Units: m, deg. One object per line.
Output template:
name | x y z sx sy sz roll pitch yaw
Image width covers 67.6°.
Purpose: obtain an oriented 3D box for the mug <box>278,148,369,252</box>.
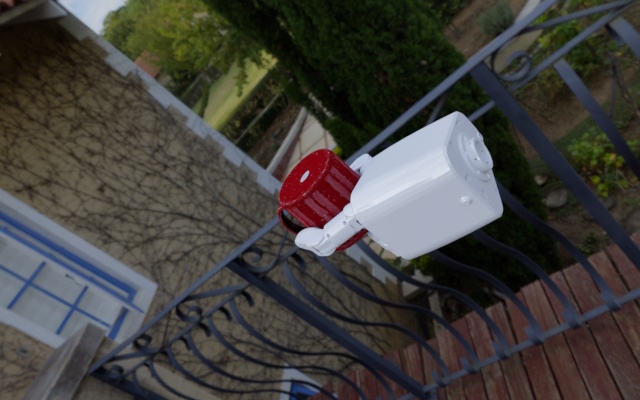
mug | -0.001 0.002 0.538 0.117 0.093 0.081 -31 -59 34
